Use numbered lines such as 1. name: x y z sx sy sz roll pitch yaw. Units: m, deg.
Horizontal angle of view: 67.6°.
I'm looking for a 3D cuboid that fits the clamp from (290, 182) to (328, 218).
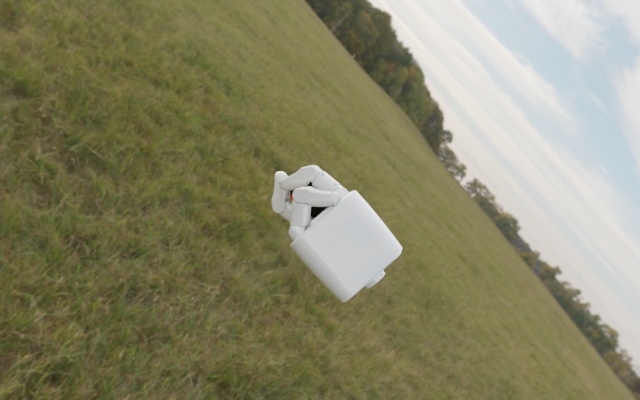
1. clamp: 0.000 0.002 0.744 0.039 0.120 0.171 -43 -4 14
